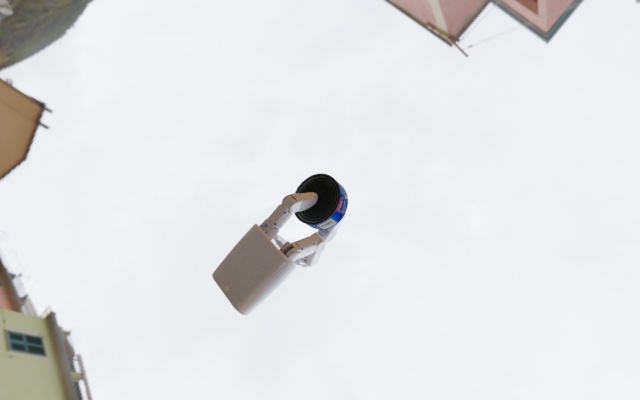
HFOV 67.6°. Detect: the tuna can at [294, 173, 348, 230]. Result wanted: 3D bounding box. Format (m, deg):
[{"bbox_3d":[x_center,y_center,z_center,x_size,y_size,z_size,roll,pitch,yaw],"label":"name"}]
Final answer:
[{"bbox_3d":[0.000,0.003,0.754,0.086,0.086,0.034,0,-20,31],"label":"tuna can"}]
